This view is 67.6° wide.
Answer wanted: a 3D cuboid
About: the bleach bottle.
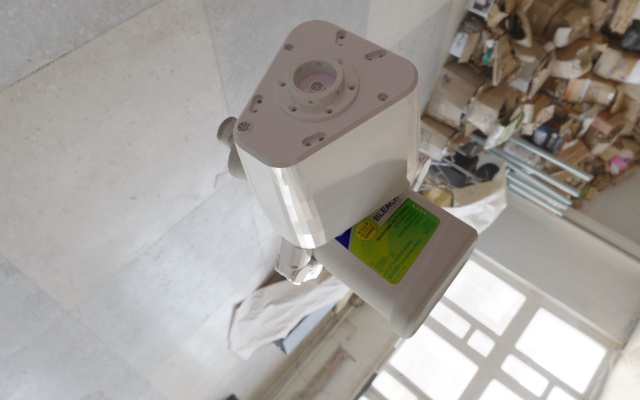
[{"bbox_3d":[0.000,0.001,0.413,0.250,0.102,0.068,34,-19,23],"label":"bleach bottle"}]
